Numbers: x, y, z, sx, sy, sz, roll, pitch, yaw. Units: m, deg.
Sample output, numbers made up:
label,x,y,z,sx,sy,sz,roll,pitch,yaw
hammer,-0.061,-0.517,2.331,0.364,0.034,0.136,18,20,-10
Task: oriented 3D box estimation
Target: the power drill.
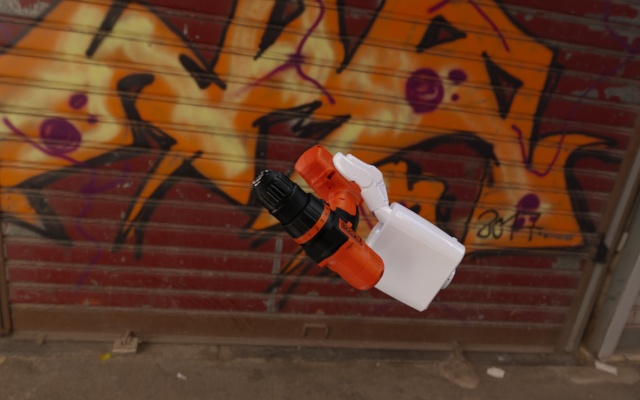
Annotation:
label,x,y,z,sx,sy,sz,roll,pitch,yaw
power drill,0.000,0.002,0.586,0.057,0.184,0.187,-38,21,21
